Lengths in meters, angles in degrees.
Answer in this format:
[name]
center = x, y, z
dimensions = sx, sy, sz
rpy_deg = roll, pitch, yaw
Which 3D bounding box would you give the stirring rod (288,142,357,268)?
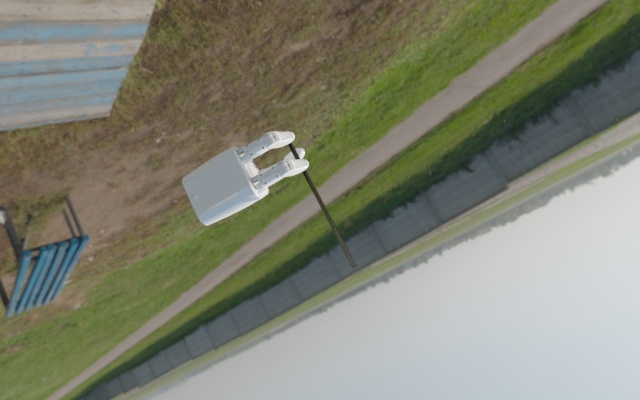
[stirring rod]
center = 0.000, 0.003, 0.789
dimensions = 0.011, 0.239, 0.011
rpy_deg = -26, -12, -6
